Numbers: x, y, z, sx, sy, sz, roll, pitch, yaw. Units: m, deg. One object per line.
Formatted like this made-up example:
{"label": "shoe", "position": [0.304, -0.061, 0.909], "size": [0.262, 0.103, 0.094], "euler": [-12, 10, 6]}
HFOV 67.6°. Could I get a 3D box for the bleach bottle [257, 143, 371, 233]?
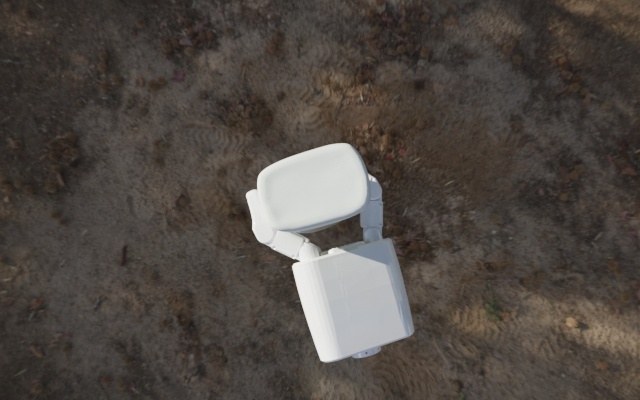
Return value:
{"label": "bleach bottle", "position": [0.000, 0.002, 0.539], "size": [0.102, 0.068, 0.251], "euler": [-16, -7, 2]}
